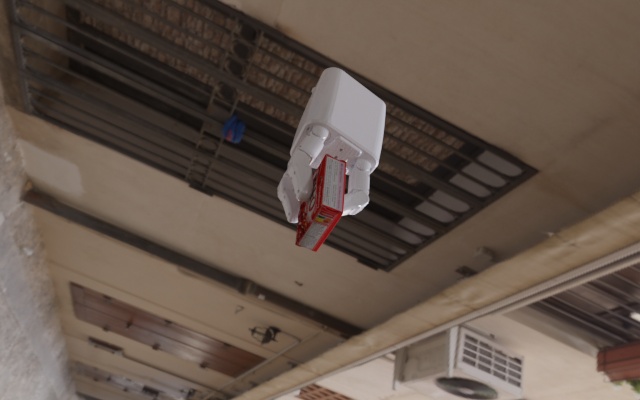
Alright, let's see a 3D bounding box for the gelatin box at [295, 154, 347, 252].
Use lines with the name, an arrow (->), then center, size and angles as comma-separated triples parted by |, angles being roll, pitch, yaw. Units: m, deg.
gelatin box -> 0.000, 0.002, 0.549 | 0.030, 0.089, 0.073 | 20, -47, -14
